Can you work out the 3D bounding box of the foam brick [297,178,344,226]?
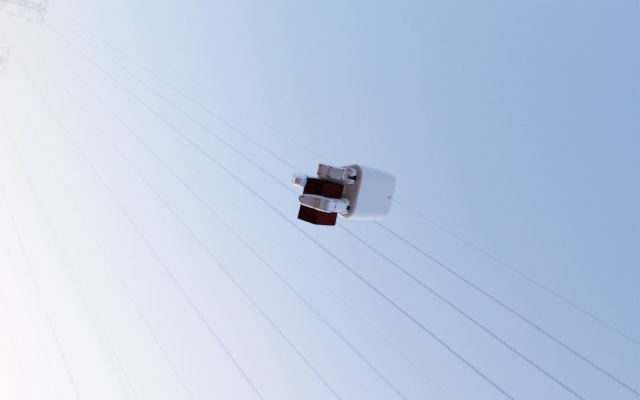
[{"bbox_3d":[0.000,0.003,0.856,0.051,0.078,0.053,6,9,-44],"label":"foam brick"}]
